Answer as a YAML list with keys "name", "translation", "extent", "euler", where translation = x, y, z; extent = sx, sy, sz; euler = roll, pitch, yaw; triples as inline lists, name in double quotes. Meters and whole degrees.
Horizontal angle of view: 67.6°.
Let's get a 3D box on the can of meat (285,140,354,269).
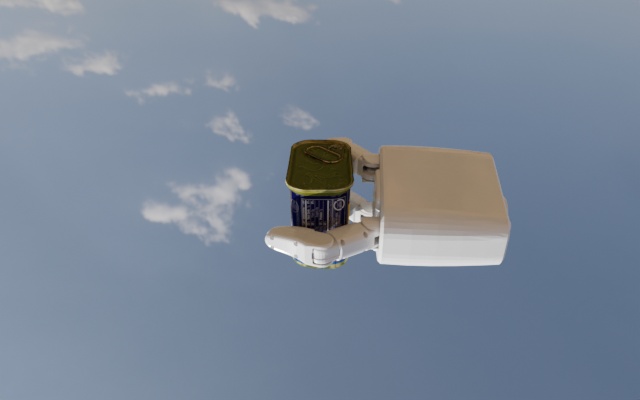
- name: "can of meat"
  translation: [0.000, 0.002, 0.445]
  extent: [0.057, 0.084, 0.102]
  euler: [0, 31, 1]
